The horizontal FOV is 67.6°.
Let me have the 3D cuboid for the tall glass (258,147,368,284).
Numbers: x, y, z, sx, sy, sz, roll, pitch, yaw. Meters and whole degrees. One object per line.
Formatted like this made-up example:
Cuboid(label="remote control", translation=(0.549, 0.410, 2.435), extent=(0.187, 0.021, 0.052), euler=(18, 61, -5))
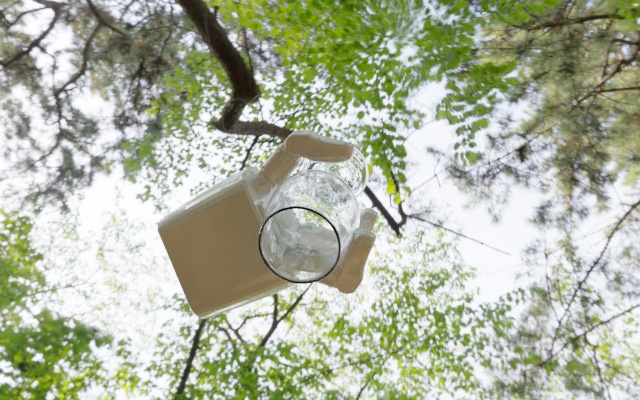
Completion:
Cuboid(label="tall glass", translation=(0.000, 0.001, 0.437), extent=(0.079, 0.079, 0.201), euler=(0, 19, 9))
